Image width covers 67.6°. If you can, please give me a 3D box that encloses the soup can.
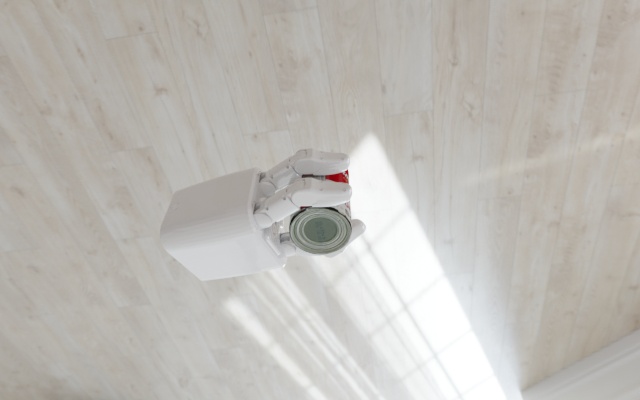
[{"bbox_3d":[0.001,0.002,0.534,0.068,0.069,0.102,0,38,1],"label":"soup can"}]
